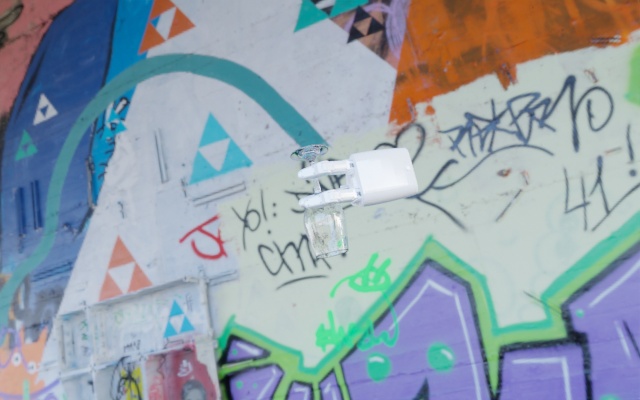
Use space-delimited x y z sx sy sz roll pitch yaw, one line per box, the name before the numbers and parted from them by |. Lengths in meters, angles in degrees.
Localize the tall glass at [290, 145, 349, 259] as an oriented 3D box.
tall glass | 0.000 0.002 0.885 0.079 0.201 0.079 -12 -14 -3
